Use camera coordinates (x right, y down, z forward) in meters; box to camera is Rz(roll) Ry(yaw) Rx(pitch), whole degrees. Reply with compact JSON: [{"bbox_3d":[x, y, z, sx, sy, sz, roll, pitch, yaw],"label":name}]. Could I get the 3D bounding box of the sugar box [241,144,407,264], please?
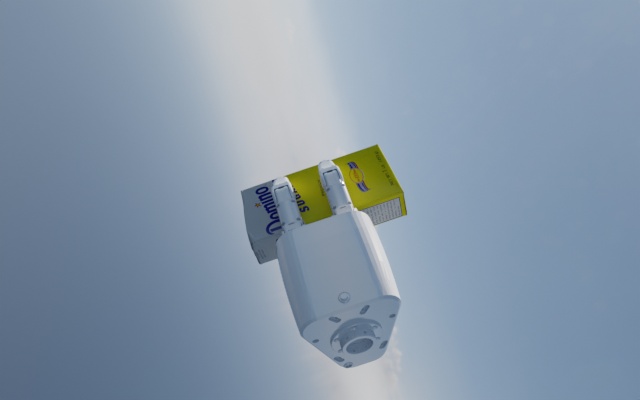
[{"bbox_3d":[0.000,0.001,0.552,0.176,0.048,0.093,-18,44,-2],"label":"sugar box"}]
